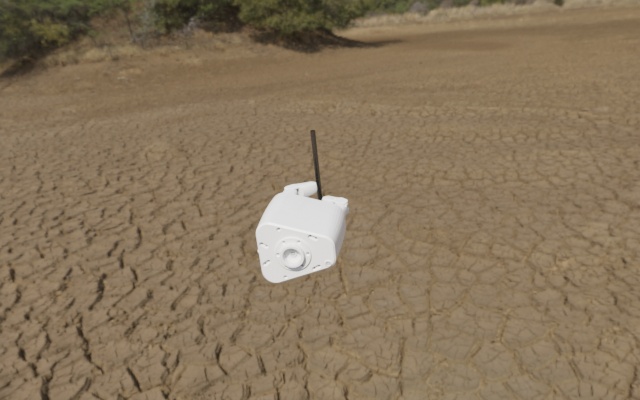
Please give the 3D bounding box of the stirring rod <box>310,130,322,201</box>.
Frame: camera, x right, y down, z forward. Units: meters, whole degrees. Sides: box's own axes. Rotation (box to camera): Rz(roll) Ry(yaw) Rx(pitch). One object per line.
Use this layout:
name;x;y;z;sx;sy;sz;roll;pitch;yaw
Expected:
stirring rod;0.000;0.003;0.790;0.011;0.240;0.011;-6;21;2
